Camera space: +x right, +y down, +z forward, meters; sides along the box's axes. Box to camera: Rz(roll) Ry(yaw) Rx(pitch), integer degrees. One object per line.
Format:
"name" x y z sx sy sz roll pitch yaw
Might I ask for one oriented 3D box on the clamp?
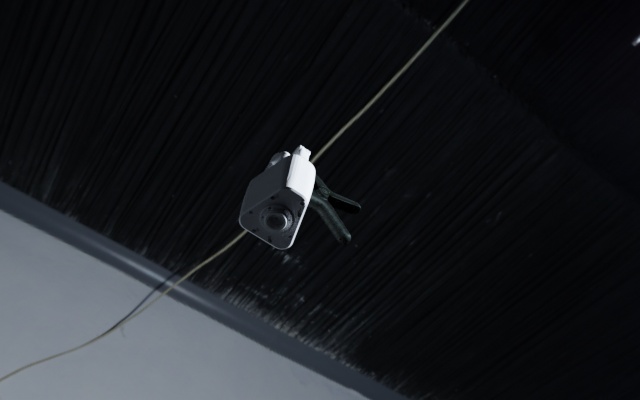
"clamp" 0.000 0.002 0.836 0.171 0.039 0.120 33 27 -15
